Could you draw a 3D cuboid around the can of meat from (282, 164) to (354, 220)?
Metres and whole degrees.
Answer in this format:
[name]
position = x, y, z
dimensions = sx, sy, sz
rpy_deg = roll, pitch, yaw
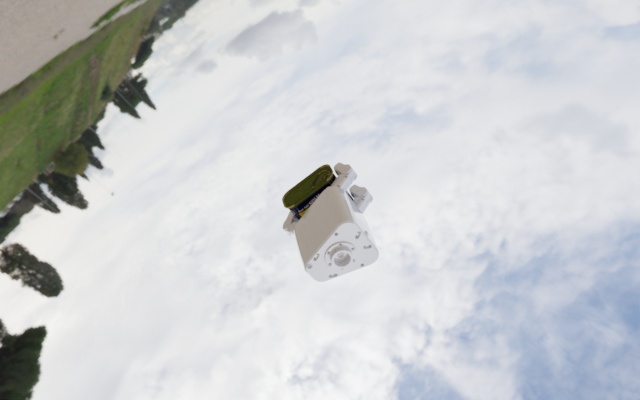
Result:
[can of meat]
position = 0.000, 0.003, 0.819
dimensions = 0.102, 0.084, 0.057
rpy_deg = -37, 28, 5
